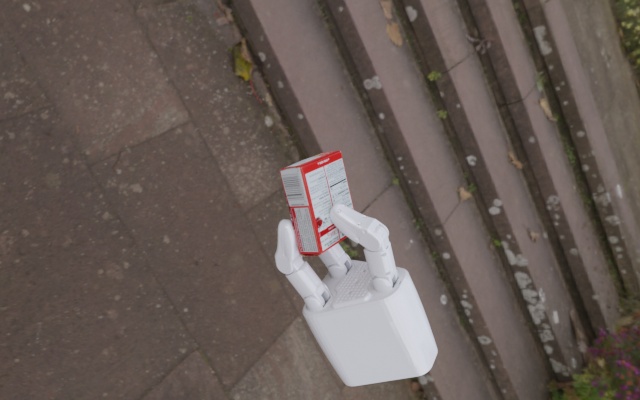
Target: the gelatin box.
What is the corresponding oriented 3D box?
[{"bbox_3d":[0.000,0.001,0.475,0.030,0.089,0.073,-4,15,36],"label":"gelatin box"}]
